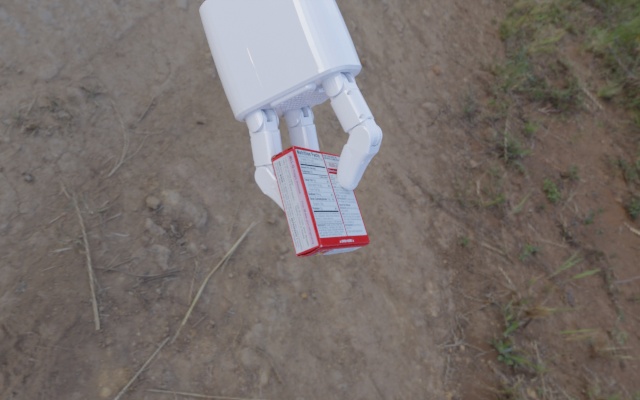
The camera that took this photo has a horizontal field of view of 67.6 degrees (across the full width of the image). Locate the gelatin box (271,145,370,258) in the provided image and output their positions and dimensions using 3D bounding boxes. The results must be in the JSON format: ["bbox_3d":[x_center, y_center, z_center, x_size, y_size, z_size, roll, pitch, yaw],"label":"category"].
[{"bbox_3d":[0.001,0.001,0.409,0.030,0.089,0.073,-26,-17,33],"label":"gelatin box"}]
